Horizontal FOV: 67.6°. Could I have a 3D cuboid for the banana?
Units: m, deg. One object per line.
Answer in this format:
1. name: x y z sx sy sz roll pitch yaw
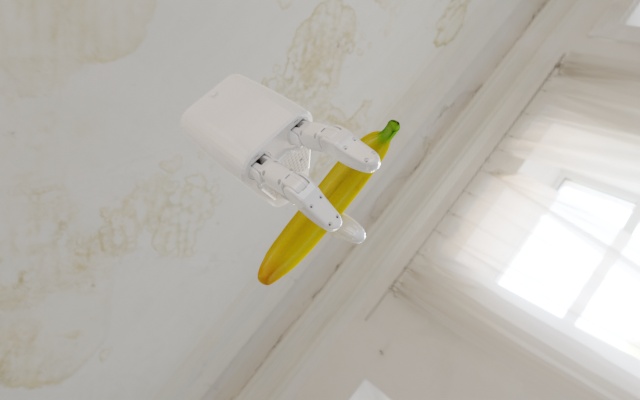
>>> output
1. banana: 0.006 0.001 0.474 0.037 0.198 0.069 39 3 12
